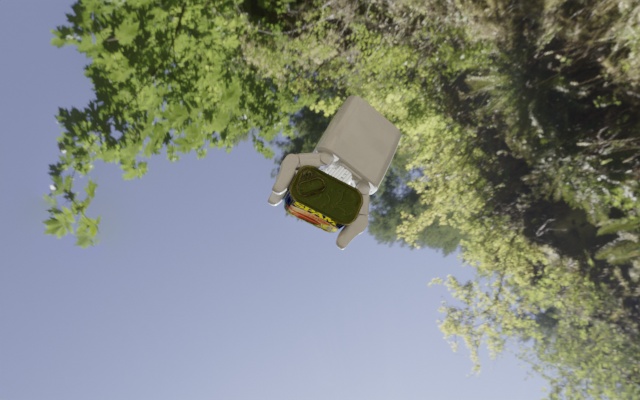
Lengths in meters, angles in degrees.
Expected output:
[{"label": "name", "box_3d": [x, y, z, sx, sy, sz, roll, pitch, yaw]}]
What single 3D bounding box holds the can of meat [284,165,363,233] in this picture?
[{"label": "can of meat", "box_3d": [0.000, 0.002, 0.693, 0.102, 0.057, 0.084, 27, -19, -5]}]
